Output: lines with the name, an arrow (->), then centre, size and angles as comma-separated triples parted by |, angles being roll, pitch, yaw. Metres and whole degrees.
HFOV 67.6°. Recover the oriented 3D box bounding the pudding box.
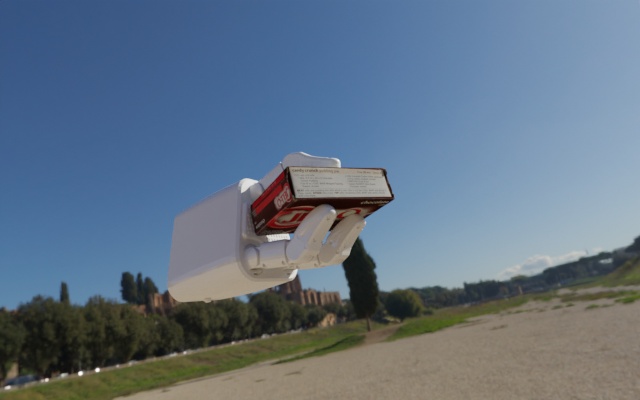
pudding box -> 0.000, 0.001, 0.466 | 0.113, 0.039, 0.090 | -3, -20, -32
